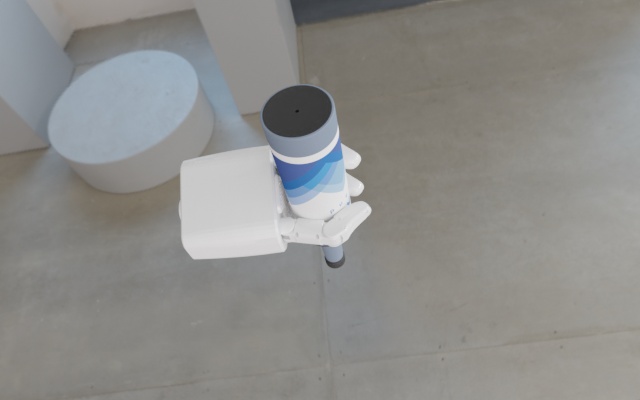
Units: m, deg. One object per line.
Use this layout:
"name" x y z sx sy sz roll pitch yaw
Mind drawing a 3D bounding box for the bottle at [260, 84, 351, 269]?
"bottle" 0.000 0.002 0.537 0.069 0.069 0.296 0 -33 10
